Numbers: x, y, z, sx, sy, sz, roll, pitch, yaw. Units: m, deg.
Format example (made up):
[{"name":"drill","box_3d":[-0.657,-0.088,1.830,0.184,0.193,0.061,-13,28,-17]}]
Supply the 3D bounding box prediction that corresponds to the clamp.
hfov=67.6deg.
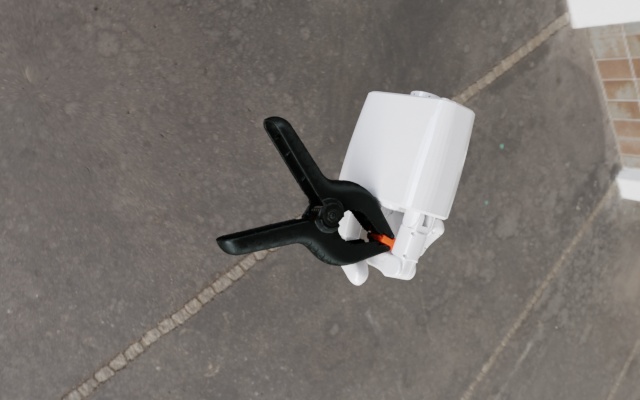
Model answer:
[{"name":"clamp","box_3d":[0.000,0.002,0.428,0.171,0.120,0.039,15,3,-33]}]
